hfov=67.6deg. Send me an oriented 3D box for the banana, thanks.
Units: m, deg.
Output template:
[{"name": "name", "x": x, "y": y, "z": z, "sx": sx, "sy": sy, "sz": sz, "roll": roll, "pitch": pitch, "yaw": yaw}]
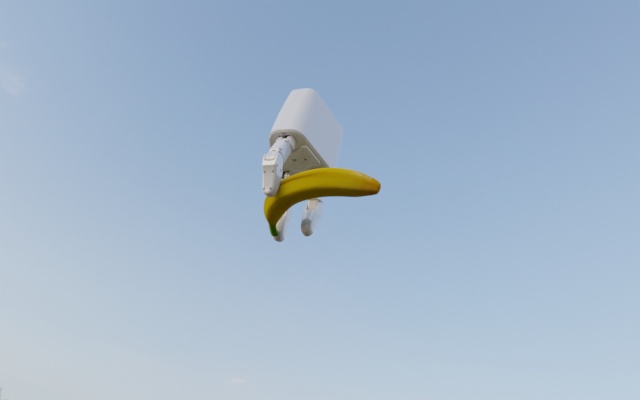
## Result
[{"name": "banana", "x": -0.014, "y": -0.009, "z": 0.638, "sx": 0.198, "sy": 0.037, "sz": 0.070, "roll": -23, "pitch": -57, "yaw": 37}]
